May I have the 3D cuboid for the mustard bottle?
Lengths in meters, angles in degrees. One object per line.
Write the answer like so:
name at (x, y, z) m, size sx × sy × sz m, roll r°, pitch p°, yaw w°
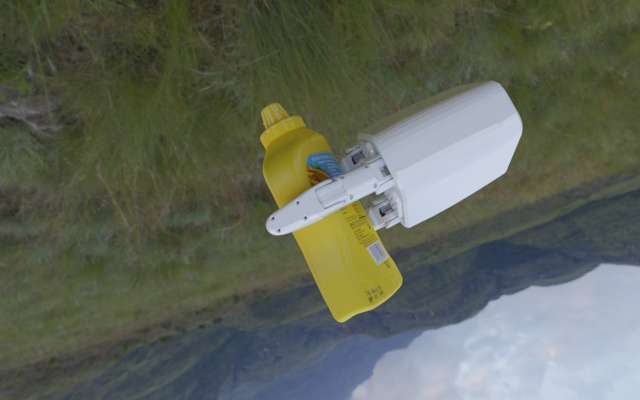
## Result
mustard bottle at (0.000, 0.002, 0.413) m, size 0.058 × 0.191 × 0.096 m, roll -30°, pitch -6°, yaw 25°
